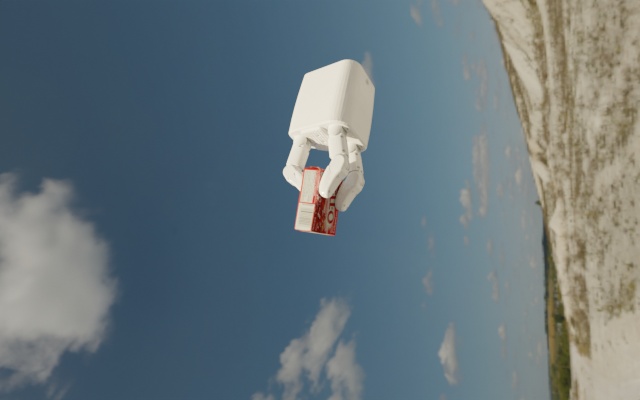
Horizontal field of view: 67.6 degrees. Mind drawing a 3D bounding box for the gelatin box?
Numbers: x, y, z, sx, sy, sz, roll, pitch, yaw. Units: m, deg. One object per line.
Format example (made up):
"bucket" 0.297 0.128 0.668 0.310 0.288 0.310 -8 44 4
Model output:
"gelatin box" 0.000 0.003 0.675 0.030 0.089 0.073 7 -4 29
